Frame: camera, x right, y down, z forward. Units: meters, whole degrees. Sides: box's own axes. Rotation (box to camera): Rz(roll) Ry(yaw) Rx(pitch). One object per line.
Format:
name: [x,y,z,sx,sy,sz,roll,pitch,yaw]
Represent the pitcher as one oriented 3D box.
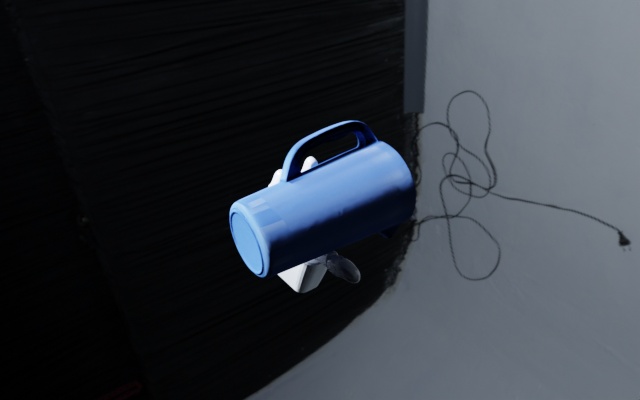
pitcher: [0.000,0.002,0.665,0.243,0.149,0.145,-23,-28,-27]
